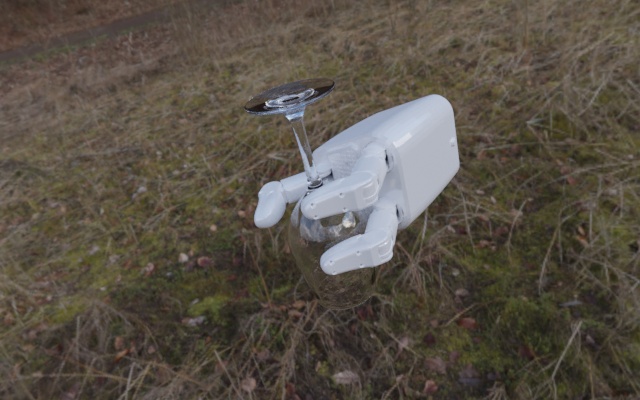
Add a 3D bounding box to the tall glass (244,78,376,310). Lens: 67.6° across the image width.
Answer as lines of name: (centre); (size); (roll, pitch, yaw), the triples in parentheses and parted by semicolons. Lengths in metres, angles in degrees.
tall glass: (0.000, 0.001, 0.421); (0.079, 0.201, 0.079); (-12, 28, 7)
